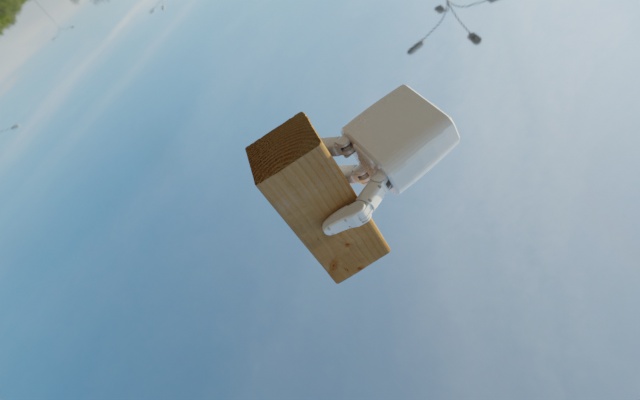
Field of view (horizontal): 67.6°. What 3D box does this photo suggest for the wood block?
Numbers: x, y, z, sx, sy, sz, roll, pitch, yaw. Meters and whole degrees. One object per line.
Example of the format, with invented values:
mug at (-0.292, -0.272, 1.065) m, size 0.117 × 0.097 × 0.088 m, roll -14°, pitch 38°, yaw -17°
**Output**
wood block at (0.001, 0.002, 0.621) m, size 0.090 × 0.206 × 0.090 m, roll -32°, pitch 38°, yaw 5°
